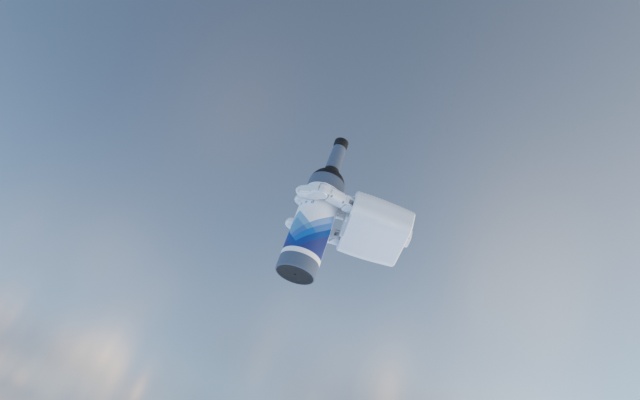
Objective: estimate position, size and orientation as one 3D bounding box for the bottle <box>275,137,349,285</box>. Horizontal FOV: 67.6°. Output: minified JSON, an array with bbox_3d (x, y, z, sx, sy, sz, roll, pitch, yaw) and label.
[{"bbox_3d":[0.000,0.003,0.838,0.069,0.295,0.069,13,-34,9],"label":"bottle"}]
